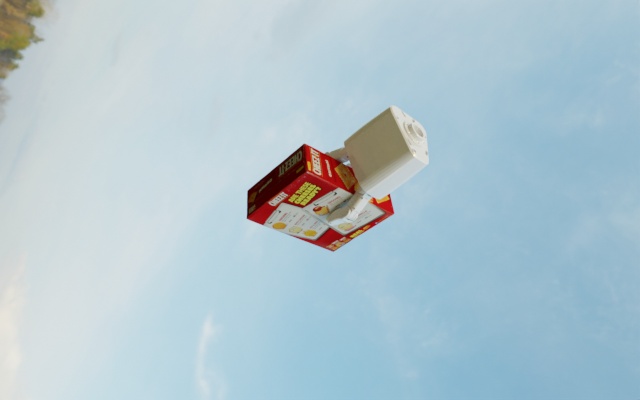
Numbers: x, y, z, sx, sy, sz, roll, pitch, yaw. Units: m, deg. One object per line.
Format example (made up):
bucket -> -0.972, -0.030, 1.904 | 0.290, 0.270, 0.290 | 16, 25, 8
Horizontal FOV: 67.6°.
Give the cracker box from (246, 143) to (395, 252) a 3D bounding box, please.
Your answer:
cracker box -> 0.000, 0.003, 0.859 | 0.214, 0.072, 0.164 | 25, -46, -36
